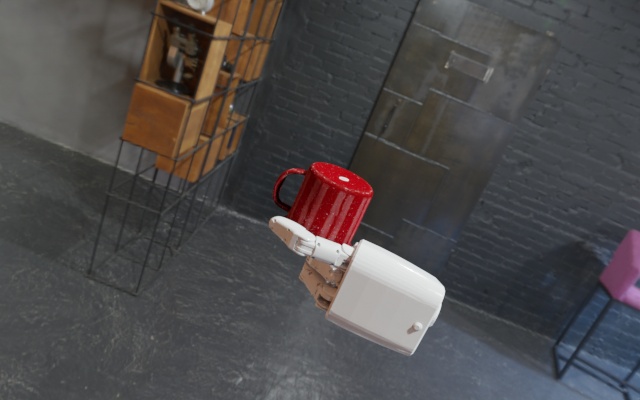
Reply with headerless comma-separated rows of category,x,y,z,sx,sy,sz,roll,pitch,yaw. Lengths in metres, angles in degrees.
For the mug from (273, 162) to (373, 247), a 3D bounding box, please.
mug,-0.001,0.001,0.570,0.117,0.081,0.093,26,19,5
